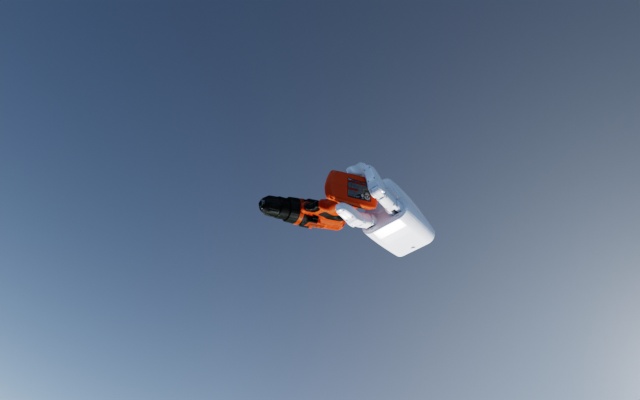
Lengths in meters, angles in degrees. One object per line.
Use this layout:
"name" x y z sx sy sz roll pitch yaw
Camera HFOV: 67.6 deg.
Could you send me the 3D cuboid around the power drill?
"power drill" 0.001 0.003 0.881 0.184 0.057 0.188 10 -21 -28
